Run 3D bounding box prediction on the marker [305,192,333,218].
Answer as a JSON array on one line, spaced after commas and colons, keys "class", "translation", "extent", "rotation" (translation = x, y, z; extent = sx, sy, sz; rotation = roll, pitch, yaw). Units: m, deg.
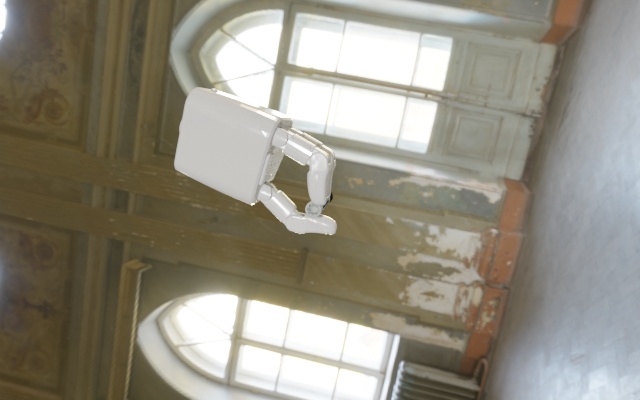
[{"class": "marker", "translation": [0.000, 0.002, 0.598], "extent": [0.020, 0.020, 0.121], "rotation": [0, 8, 8]}]
